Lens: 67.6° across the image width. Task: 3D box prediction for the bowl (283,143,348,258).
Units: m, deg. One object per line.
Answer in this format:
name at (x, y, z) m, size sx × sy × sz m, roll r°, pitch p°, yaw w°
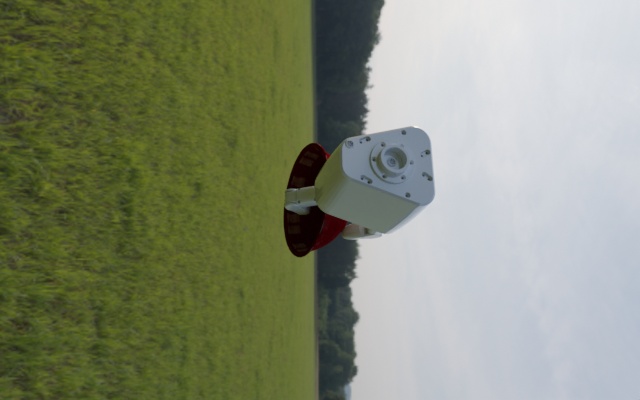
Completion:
bowl at (0.000, 0.002, 0.680) m, size 0.055 × 0.162 × 0.162 m, roll 8°, pitch -4°, yaw -24°
